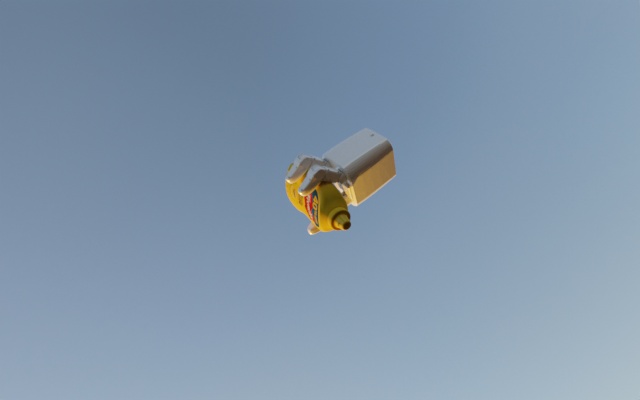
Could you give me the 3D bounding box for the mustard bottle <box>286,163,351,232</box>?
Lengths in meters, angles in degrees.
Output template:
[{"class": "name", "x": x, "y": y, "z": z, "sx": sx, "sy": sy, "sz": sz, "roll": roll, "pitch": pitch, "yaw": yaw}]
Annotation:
[{"class": "mustard bottle", "x": 0.000, "y": 0.003, "z": 0.878, "sx": 0.058, "sy": 0.096, "sz": 0.191, "roll": -14, "pitch": 32, "yaw": -25}]
